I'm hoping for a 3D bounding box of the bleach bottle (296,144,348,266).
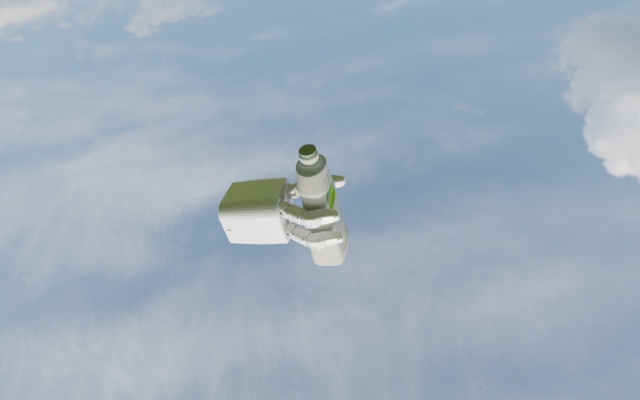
[{"bbox_3d":[0.000,0.003,0.827,0.068,0.102,0.251,-2,-44,10],"label":"bleach bottle"}]
